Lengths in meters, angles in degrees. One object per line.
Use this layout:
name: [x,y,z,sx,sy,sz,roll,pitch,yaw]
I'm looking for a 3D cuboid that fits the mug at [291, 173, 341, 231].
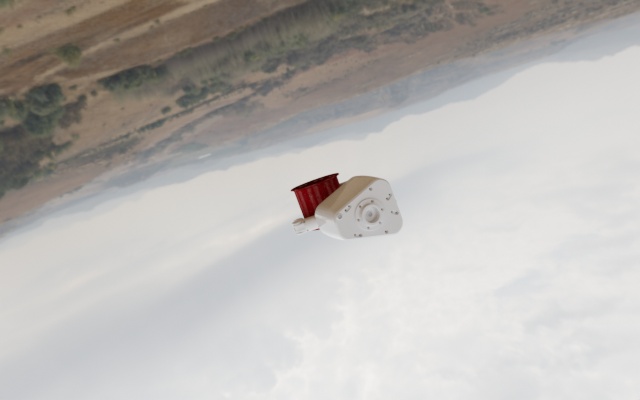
mug: [0.000,0.003,0.875,0.093,0.081,0.117,-21,8,-11]
